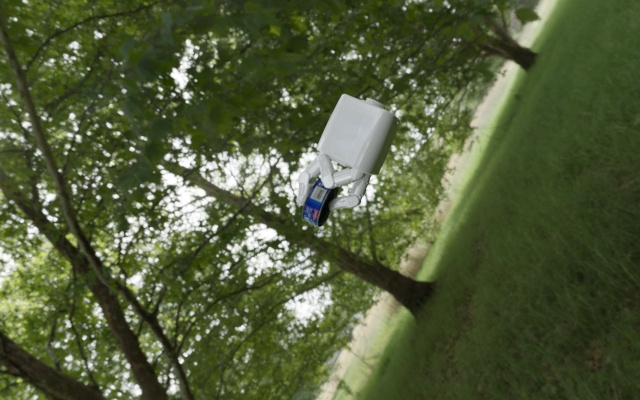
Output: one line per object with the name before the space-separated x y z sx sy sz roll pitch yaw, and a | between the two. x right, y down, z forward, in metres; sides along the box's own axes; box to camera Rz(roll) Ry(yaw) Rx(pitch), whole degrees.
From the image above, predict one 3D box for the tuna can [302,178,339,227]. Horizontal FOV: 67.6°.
tuna can | 0.000 0.003 0.864 0.034 0.086 0.086 23 5 13
